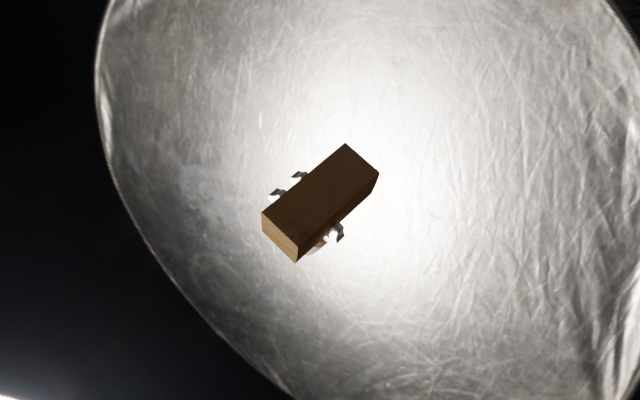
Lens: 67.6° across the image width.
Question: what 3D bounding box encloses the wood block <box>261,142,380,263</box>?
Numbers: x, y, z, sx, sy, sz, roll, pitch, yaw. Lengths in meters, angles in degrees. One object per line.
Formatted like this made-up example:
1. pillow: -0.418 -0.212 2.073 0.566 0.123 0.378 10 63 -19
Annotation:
1. wood block: 0.000 0.003 0.858 0.206 0.091 0.090 -42 -15 -22
